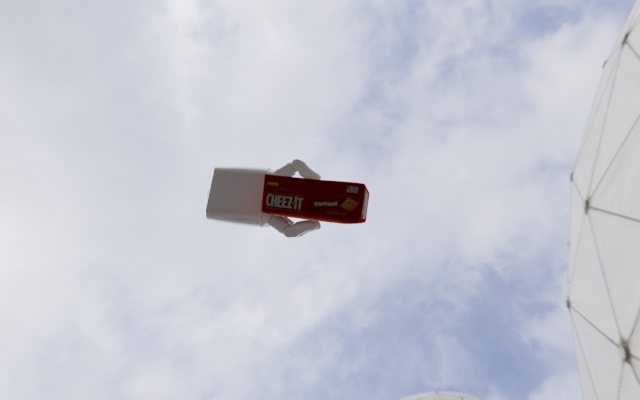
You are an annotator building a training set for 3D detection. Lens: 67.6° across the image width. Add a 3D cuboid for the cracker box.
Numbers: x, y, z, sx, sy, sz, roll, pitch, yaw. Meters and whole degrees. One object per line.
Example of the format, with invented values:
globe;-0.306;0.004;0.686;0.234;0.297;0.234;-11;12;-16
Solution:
cracker box;0.000;0.003;0.855;0.164;0.072;0.214;6;-2;8
